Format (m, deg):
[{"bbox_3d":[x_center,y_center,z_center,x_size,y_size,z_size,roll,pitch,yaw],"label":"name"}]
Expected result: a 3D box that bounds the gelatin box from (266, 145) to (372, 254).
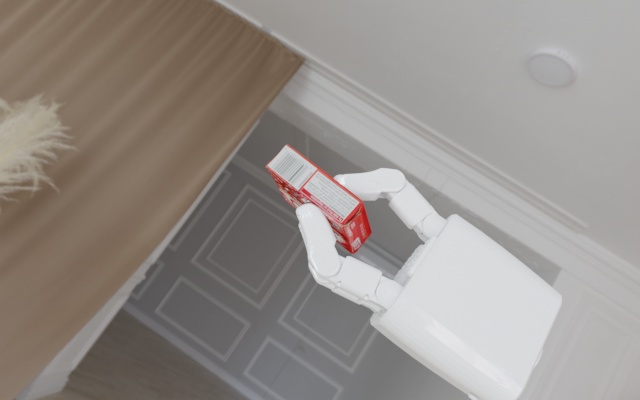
[{"bbox_3d":[0.000,0.001,0.412,0.089,0.030,0.073,38,-11,22],"label":"gelatin box"}]
